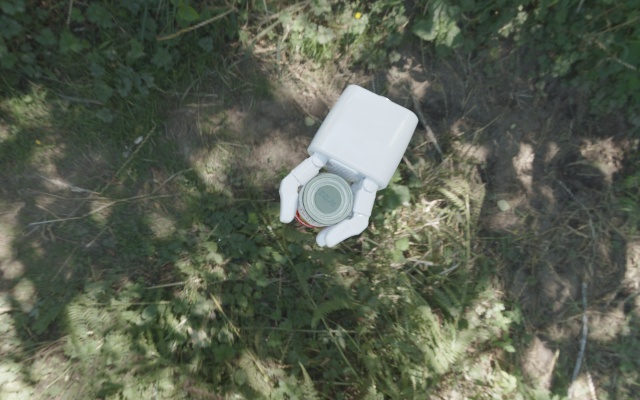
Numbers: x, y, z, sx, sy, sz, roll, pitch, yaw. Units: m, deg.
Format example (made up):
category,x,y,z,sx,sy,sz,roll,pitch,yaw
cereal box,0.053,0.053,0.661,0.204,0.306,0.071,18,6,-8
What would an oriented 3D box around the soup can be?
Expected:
category,x,y,z,sx,sy,sz,roll,pitch,yaw
soup can,0.000,0.002,0.643,0.068,0.068,0.102,0,-5,-12
